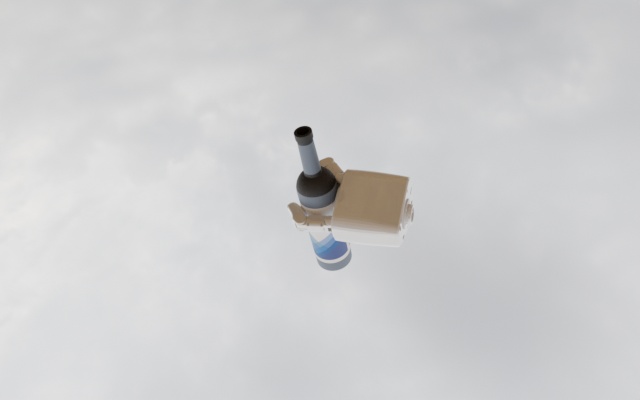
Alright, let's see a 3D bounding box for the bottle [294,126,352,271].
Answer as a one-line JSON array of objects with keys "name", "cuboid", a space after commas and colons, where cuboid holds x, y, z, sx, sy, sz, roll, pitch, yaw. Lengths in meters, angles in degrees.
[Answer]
[{"name": "bottle", "cuboid": [0.000, 0.003, 0.792, 0.069, 0.069, 0.296, 0, -44, 14]}]
